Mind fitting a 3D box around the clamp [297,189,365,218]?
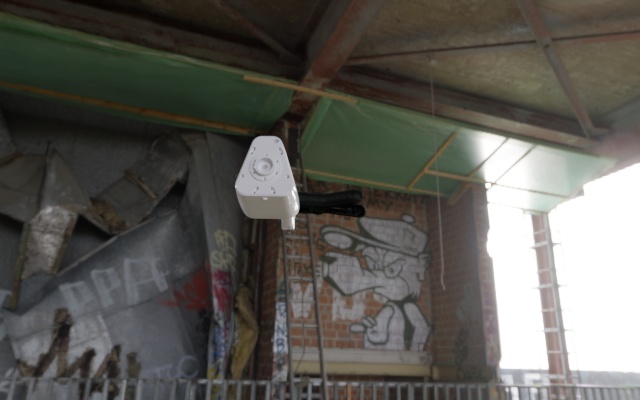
[{"bbox_3d":[0.000,0.002,0.858,0.171,0.039,0.120,1,-21,0],"label":"clamp"}]
